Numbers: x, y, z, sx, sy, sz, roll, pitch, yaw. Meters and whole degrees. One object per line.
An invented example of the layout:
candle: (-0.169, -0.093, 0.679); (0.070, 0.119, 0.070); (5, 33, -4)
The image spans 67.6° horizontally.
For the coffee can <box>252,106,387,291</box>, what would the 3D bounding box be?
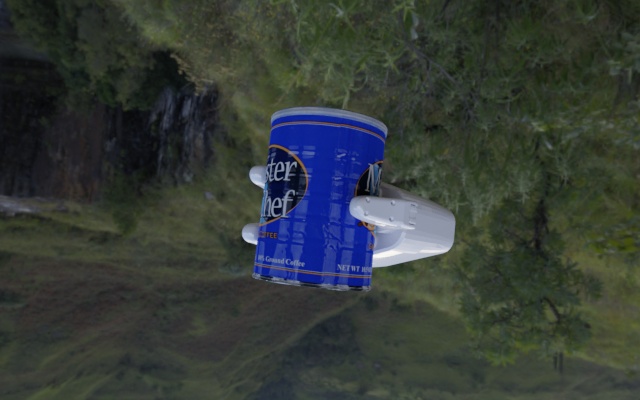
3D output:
coffee can: (0.000, 0.001, 0.415); (0.103, 0.140, 0.103); (6, -6, 1)
